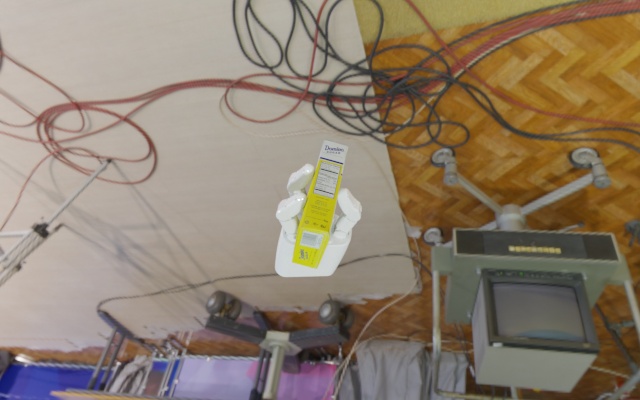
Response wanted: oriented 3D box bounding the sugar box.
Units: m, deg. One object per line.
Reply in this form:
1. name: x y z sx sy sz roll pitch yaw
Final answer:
1. sugar box: 0.000 0.002 0.715 0.048 0.176 0.093 14 -40 -4
